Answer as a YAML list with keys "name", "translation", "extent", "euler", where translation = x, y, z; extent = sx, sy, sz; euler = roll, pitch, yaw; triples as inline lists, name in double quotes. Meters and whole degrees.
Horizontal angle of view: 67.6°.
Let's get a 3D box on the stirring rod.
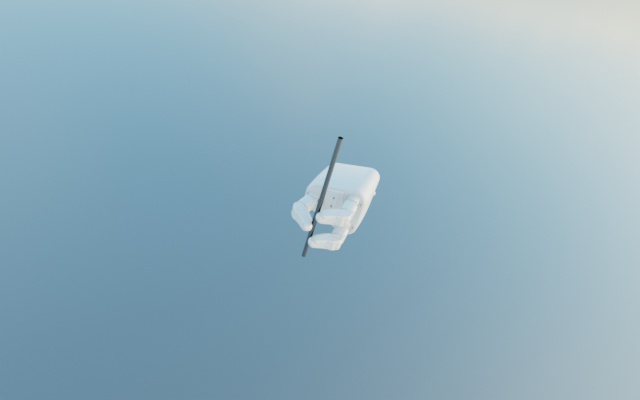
- name: "stirring rod"
  translation: [0.000, 0.003, 0.767]
  extent: [0.011, 0.240, 0.011]
  euler: [11, 36, -8]
